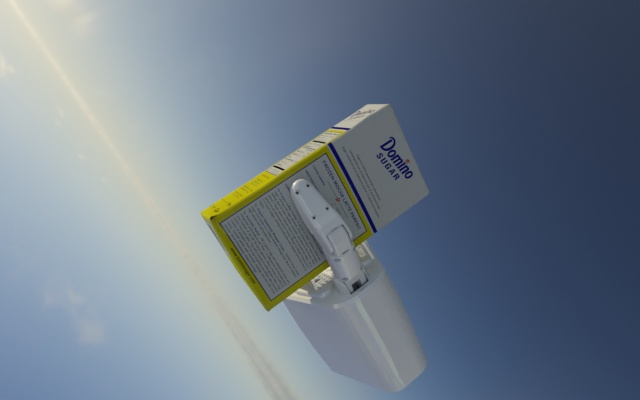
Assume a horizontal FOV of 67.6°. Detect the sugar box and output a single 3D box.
[{"bbox_3d":[0.000,0.001,0.404,0.176,0.093,0.048,-35,22,-16],"label":"sugar box"}]
